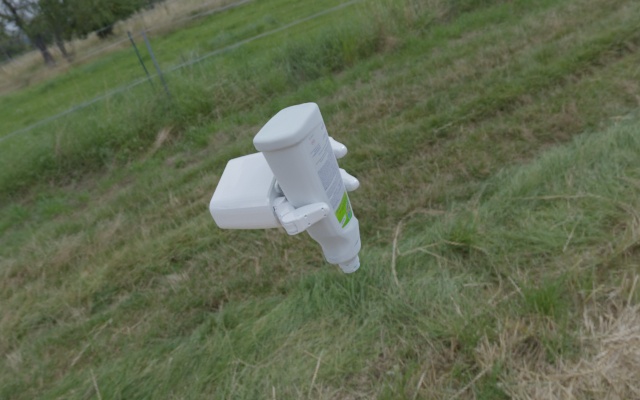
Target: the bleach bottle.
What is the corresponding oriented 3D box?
[{"bbox_3d":[0.000,0.002,0.647,0.068,0.251,0.102,-6,33,28],"label":"bleach bottle"}]
